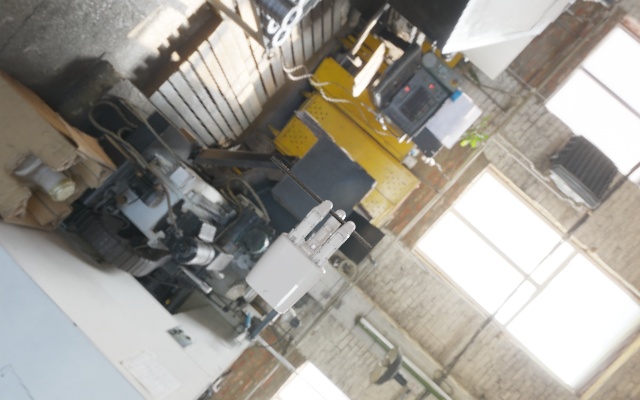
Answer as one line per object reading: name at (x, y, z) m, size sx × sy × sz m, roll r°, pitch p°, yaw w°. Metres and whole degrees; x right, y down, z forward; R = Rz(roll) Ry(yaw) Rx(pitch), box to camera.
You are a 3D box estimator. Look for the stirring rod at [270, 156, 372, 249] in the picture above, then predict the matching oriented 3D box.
stirring rod at (0.000, 0.003, 0.852) m, size 0.239 × 0.011 × 0.011 m, roll 43°, pitch 5°, yaw 6°
